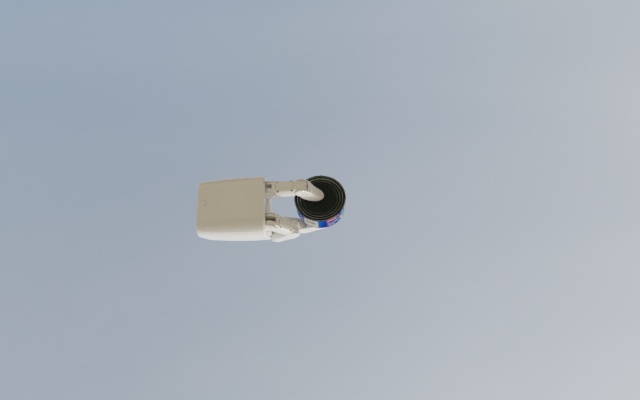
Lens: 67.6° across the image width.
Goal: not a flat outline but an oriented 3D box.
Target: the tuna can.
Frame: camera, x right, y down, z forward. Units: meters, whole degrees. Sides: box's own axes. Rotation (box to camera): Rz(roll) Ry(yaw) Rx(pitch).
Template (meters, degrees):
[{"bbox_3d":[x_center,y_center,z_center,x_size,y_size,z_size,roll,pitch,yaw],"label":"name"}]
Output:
[{"bbox_3d":[0.000,0.003,0.804,0.086,0.086,0.034,0,-28,4],"label":"tuna can"}]
